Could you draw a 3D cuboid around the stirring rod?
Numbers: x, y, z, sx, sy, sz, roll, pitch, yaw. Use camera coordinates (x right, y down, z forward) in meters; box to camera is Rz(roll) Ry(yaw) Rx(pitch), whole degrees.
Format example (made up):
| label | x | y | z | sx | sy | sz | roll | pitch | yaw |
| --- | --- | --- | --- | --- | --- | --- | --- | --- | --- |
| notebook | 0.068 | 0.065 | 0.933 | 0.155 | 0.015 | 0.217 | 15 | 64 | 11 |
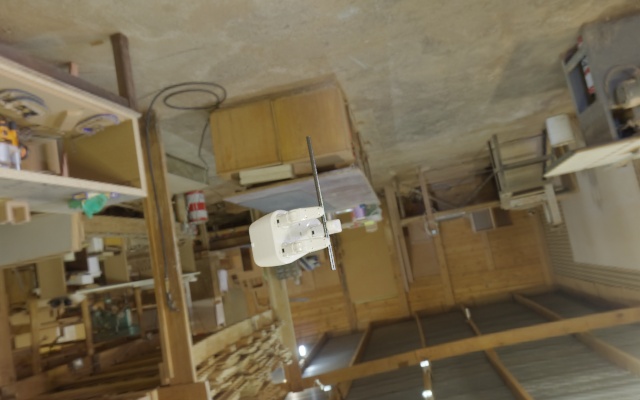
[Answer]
| label | x | y | z | sx | sy | sz | roll | pitch | yaw |
| --- | --- | --- | --- | --- | --- | --- | --- | --- | --- |
| stirring rod | 0.000 | 0.003 | 0.840 | 0.011 | 0.239 | 0.011 | -11 | -8 | -1 |
